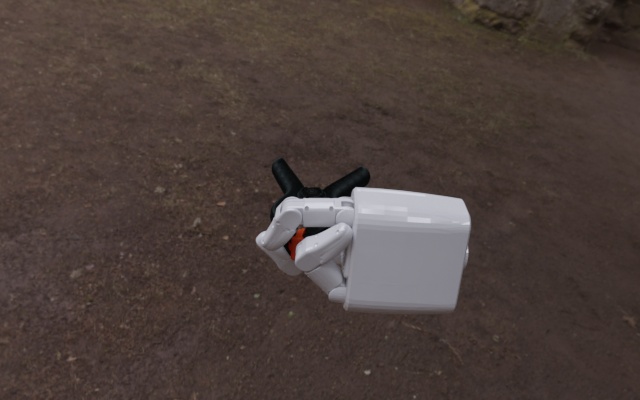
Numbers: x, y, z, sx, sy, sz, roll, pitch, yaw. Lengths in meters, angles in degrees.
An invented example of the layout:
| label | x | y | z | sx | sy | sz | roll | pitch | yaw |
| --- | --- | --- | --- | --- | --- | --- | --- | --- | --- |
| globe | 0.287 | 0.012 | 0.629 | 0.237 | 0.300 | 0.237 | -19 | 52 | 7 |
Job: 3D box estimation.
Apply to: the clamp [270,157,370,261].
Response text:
| label | x | y | z | sx | sy | sz | roll | pitch | yaw |
| --- | --- | --- | --- | --- | --- | --- | --- | --- | --- |
| clamp | 0.000 | 0.001 | 0.530 | 0.120 | 0.039 | 0.171 | -3 | 36 | 2 |
